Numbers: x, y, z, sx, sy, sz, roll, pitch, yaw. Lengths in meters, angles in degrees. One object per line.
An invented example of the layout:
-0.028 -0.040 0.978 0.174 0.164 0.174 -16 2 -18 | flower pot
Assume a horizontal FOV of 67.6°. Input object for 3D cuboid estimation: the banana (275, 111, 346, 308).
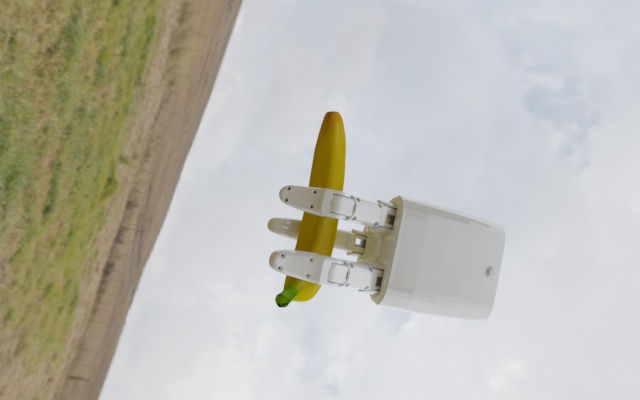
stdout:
-0.001 0.012 0.451 0.037 0.197 0.070 10 -24 5 | banana
